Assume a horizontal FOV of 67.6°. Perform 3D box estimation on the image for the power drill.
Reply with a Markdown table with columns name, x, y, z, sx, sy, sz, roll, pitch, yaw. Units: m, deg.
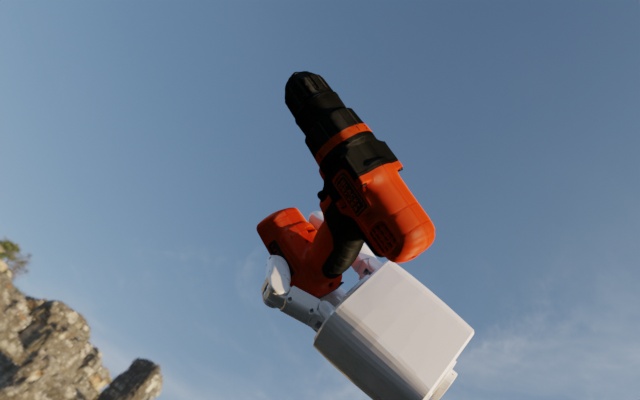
| name | x | y | z | sx | sy | sz | roll | pitch | yaw |
| --- | --- | --- | --- | --- | --- | --- | --- | --- | --- |
| power drill | 0.000 | 0.002 | 0.443 | 0.057 | 0.184 | 0.188 | -22 | -19 | -33 |
